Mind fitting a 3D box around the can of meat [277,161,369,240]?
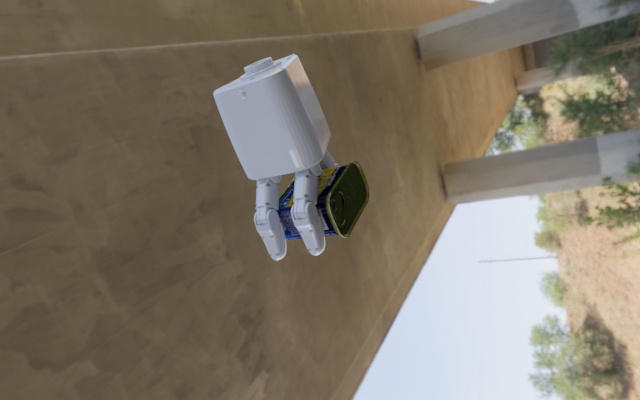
[{"bbox_3d":[0.000,0.002,0.570,0.084,0.057,0.102,-8,29,31],"label":"can of meat"}]
